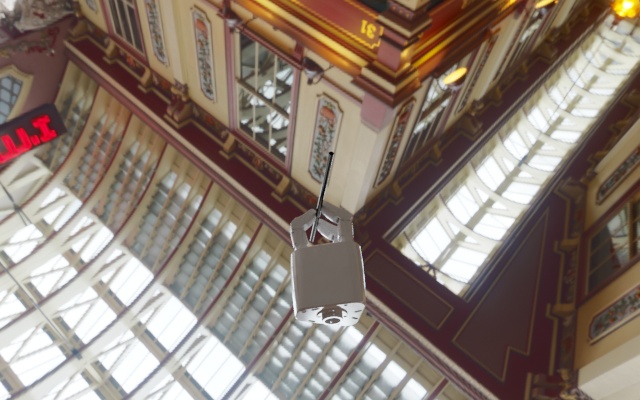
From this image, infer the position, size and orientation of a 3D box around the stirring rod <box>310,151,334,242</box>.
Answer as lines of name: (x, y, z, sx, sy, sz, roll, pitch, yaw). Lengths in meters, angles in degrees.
stirring rod: (0.000, 0.003, 0.800, 0.011, 0.011, 0.240, 0, -37, -10)
